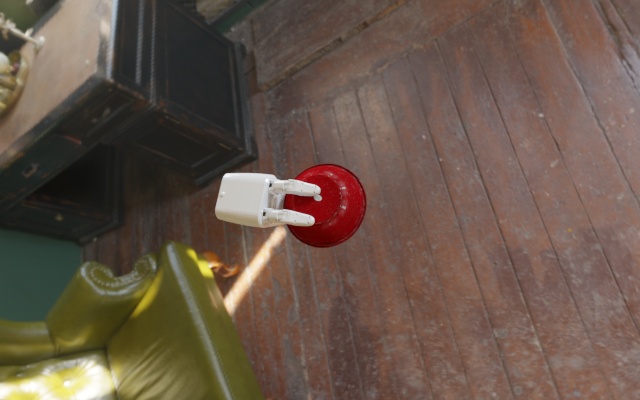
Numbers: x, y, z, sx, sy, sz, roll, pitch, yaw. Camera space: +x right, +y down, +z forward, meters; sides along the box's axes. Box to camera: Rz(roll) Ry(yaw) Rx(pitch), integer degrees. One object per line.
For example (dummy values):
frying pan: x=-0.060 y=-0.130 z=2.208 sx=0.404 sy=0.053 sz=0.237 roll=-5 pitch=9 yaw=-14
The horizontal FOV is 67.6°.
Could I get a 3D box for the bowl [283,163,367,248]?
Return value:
bowl: x=0.001 y=0.003 z=0.866 sx=0.162 sy=0.162 sz=0.055 roll=0 pitch=-13 yaw=15
